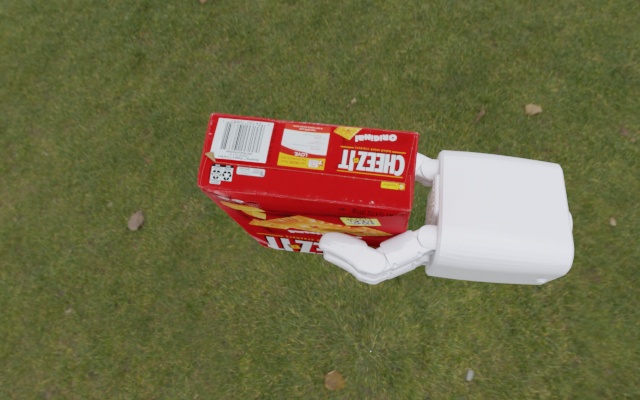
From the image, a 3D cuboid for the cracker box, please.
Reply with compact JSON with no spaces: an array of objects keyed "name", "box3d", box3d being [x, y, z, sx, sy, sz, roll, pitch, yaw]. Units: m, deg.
[{"name":"cracker box","box3d":[0.000,0.001,0.451,0.164,0.072,0.214,6,-17,8]}]
